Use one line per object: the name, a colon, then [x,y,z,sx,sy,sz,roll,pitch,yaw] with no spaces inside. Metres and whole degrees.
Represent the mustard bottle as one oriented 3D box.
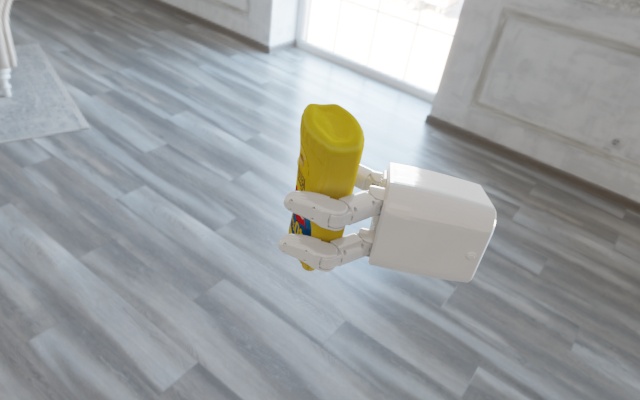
mustard bottle: [0.000,0.001,0.508,0.058,0.192,0.096,-3,38,-16]
